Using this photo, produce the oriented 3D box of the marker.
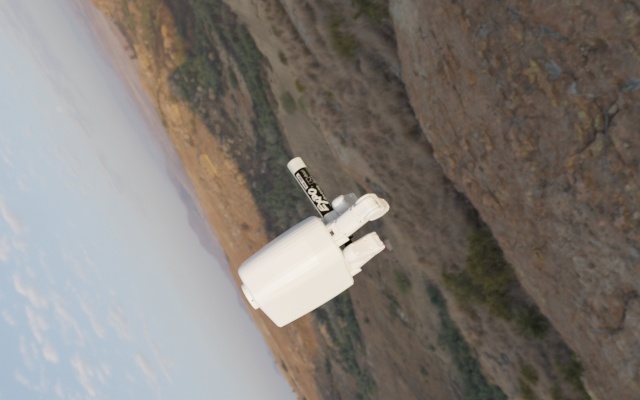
[{"bbox_3d":[0.000,0.002,0.553,0.020,0.121,0.020,-31,-17,-11],"label":"marker"}]
